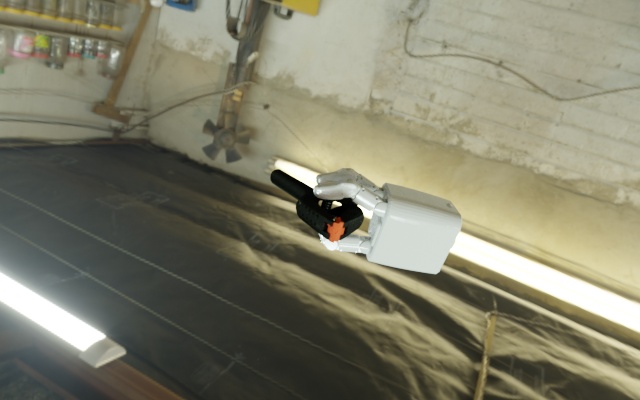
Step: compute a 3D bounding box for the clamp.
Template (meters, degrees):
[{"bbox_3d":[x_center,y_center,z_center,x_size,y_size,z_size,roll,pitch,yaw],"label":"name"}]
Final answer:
[{"bbox_3d":[0.000,0.003,0.684,0.164,0.036,0.210,11,18,-3],"label":"clamp"}]
